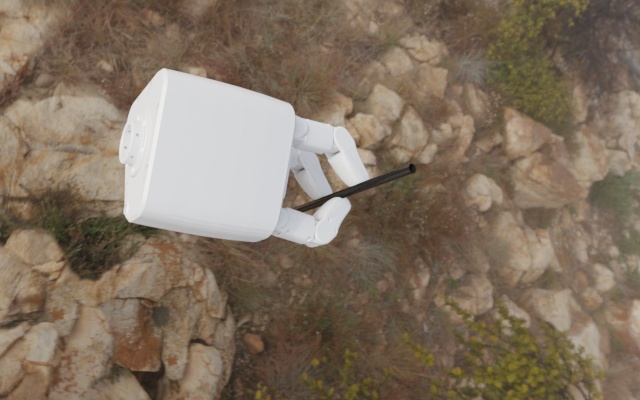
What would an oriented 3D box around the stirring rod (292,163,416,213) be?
[{"bbox_3d":[0.000,0.002,0.467,0.011,0.011,0.239,0,-13,-38],"label":"stirring rod"}]
